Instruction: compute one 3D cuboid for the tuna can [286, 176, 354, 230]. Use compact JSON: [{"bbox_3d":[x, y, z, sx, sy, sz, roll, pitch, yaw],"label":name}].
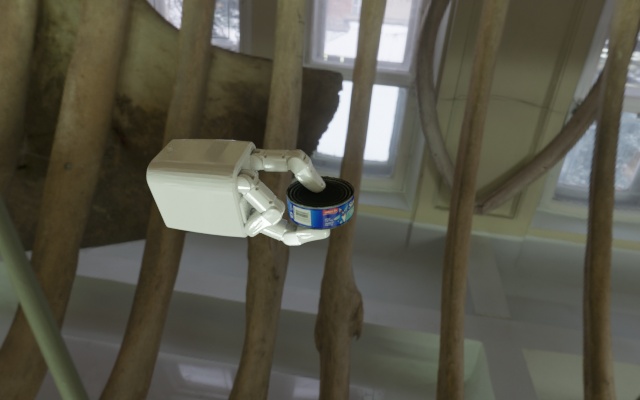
[{"bbox_3d":[0.000,0.002,0.607,0.086,0.034,0.086,-1,28,1],"label":"tuna can"}]
